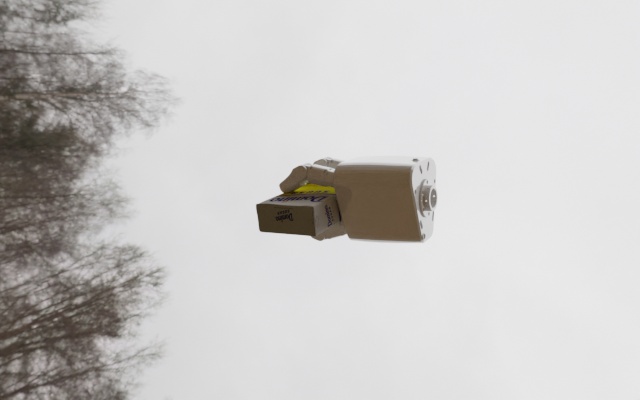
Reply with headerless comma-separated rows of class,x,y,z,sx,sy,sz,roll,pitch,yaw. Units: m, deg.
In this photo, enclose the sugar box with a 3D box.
sugar box,0.000,0.002,0.676,0.093,0.048,0.176,2,13,32
